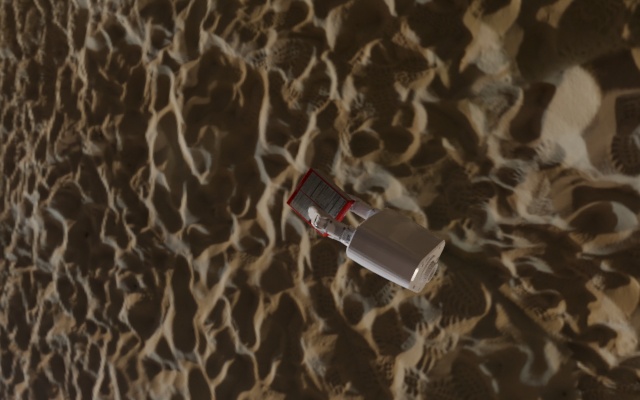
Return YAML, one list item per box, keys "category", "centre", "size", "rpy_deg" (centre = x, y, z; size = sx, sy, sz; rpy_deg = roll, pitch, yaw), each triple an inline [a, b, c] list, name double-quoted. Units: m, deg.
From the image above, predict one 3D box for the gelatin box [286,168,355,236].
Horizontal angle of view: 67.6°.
- category: "gelatin box"
  centre: [0.000, 0.002, 0.765]
  size: [0.089, 0.073, 0.030]
  rpy_deg: [41, 19, 17]
